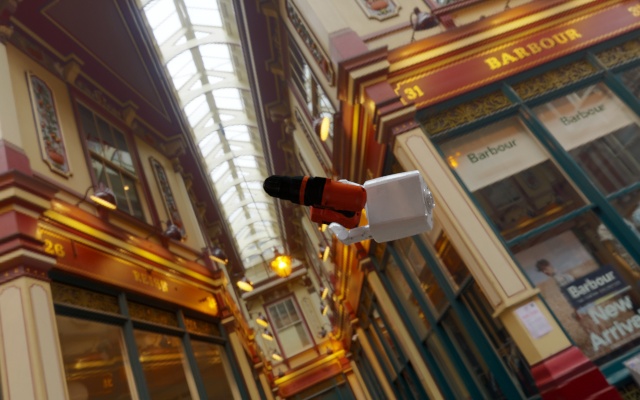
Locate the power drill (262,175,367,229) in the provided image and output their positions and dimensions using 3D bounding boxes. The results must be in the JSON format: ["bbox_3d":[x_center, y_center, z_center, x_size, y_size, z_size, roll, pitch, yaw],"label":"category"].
[{"bbox_3d":[0.000,0.003,0.891,0.184,0.057,0.188,11,-11,13],"label":"power drill"}]
